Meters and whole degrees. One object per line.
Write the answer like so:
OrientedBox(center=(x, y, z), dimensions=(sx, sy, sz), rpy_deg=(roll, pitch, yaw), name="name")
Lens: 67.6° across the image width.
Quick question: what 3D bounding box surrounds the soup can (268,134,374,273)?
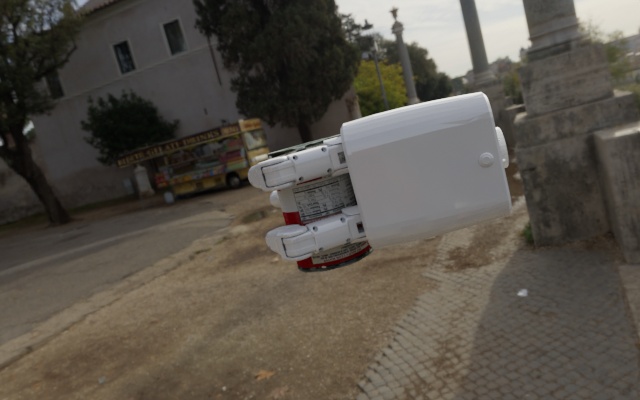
OrientedBox(center=(0.000, 0.001, 0.406), dimensions=(0.068, 0.102, 0.068), rpy_deg=(-15, 8, 2), name="soup can")
